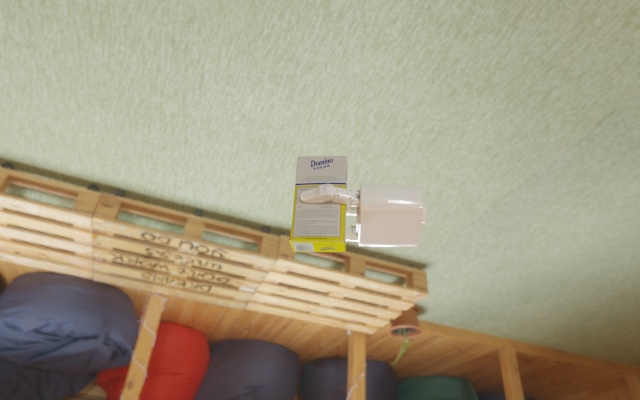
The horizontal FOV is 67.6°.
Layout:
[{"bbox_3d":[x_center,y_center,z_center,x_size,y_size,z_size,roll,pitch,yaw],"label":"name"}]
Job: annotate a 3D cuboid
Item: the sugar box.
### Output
[{"bbox_3d":[0.000,0.003,0.836,0.093,0.176,0.048,0,-35,7],"label":"sugar box"}]
